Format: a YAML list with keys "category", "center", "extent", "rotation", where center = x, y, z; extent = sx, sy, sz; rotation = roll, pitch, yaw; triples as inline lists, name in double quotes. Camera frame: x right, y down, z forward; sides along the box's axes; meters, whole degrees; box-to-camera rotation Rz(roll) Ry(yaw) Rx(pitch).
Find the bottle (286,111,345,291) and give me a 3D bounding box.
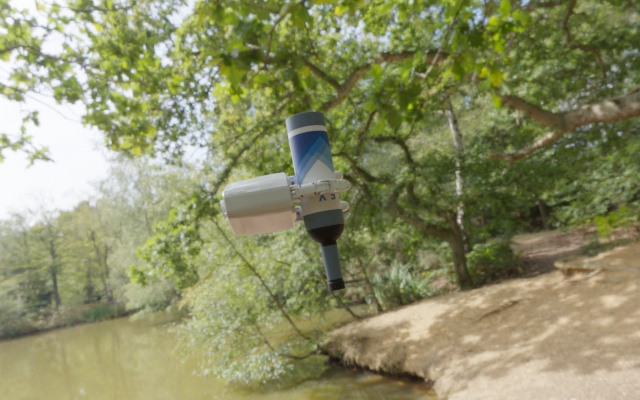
- category: "bottle"
  center: [0.000, 0.002, 0.799]
  extent: [0.069, 0.295, 0.069]
  rotation: [-11, -6, -1]
